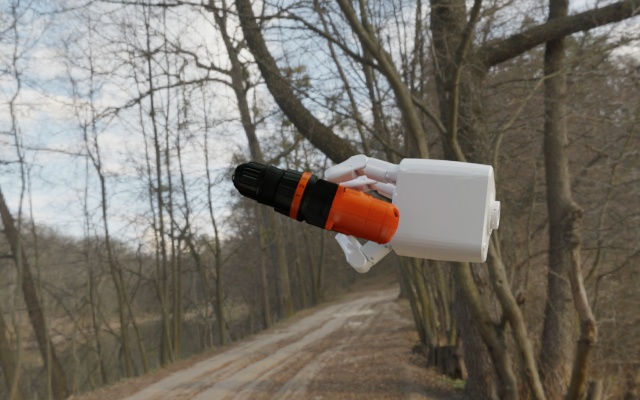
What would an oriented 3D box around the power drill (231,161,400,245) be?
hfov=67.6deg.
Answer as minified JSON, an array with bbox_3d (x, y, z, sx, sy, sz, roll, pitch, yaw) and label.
[{"bbox_3d":[0.000,0.002,0.576,0.184,0.057,0.187,20,3,6],"label":"power drill"}]
